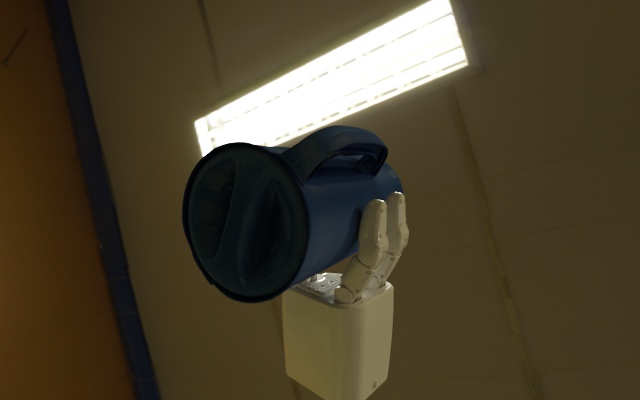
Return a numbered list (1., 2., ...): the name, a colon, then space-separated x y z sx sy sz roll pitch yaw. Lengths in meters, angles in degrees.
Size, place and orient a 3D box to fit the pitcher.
1. pitcher: 0.000 0.002 0.480 0.149 0.145 0.243 4 8 31
